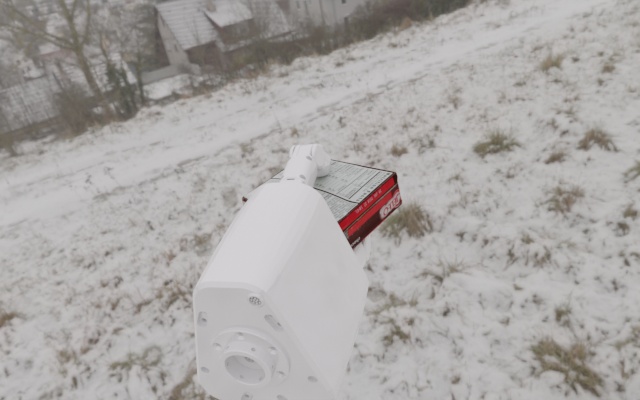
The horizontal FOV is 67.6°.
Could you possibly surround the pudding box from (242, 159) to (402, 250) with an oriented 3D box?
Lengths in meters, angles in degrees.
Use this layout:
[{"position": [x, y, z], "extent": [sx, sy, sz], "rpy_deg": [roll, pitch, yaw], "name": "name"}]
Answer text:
[{"position": [0.000, 0.001, 0.418], "extent": [0.113, 0.039, 0.090], "rpy_deg": [18, 43, 40], "name": "pudding box"}]
